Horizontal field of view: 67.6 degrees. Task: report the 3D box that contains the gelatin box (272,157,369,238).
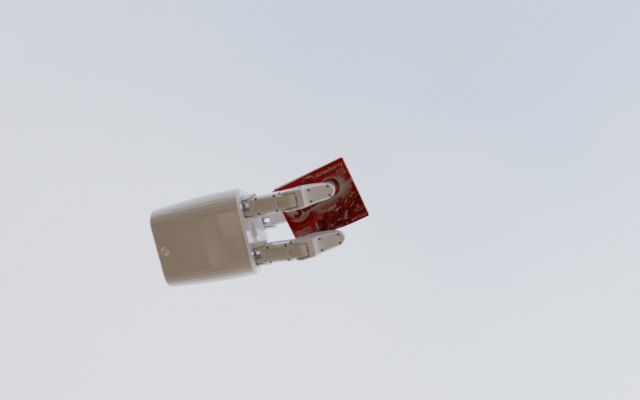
[{"bbox_3d":[0.000,0.002,0.545,0.089,0.073,0.030,-25,6,3],"label":"gelatin box"}]
